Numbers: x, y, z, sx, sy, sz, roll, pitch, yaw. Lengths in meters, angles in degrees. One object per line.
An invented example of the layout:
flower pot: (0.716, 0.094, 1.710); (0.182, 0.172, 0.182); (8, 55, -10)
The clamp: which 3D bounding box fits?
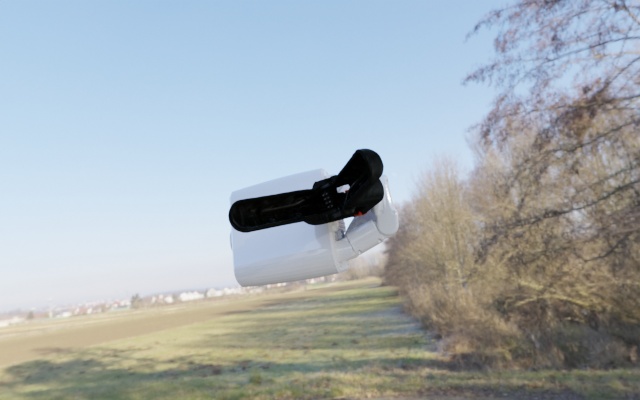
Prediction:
clamp: (0.000, 0.001, 0.404); (0.120, 0.039, 0.171); (-14, -11, 9)
